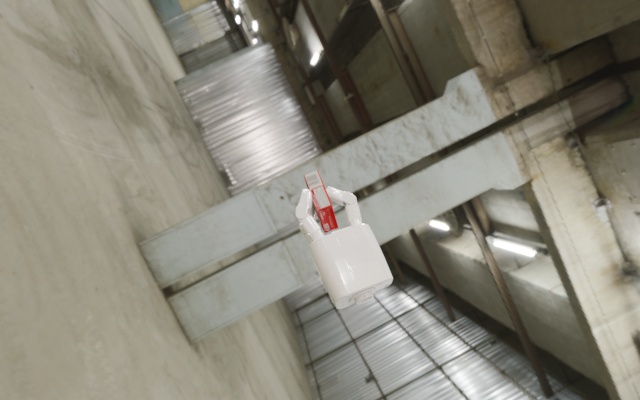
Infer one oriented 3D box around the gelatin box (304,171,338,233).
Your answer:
[{"bbox_3d":[0.000,0.002,0.862,0.030,0.089,0.073,-20,-36,-3],"label":"gelatin box"}]
